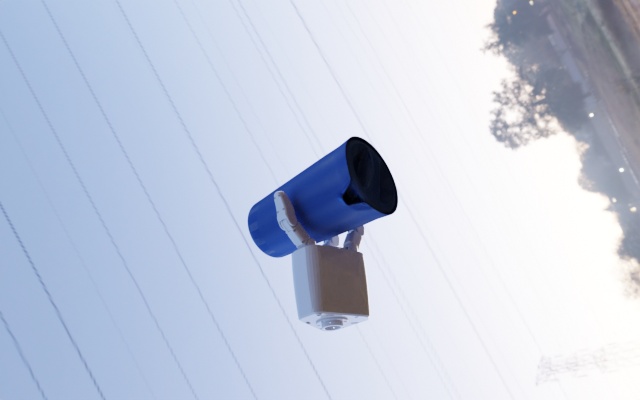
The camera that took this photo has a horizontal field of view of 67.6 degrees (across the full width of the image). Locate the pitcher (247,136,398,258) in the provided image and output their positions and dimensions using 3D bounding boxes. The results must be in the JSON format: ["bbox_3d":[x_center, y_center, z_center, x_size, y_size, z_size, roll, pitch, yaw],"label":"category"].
[{"bbox_3d":[0.000,0.003,0.796,0.243,0.145,0.149,-28,-34,33],"label":"pitcher"}]
